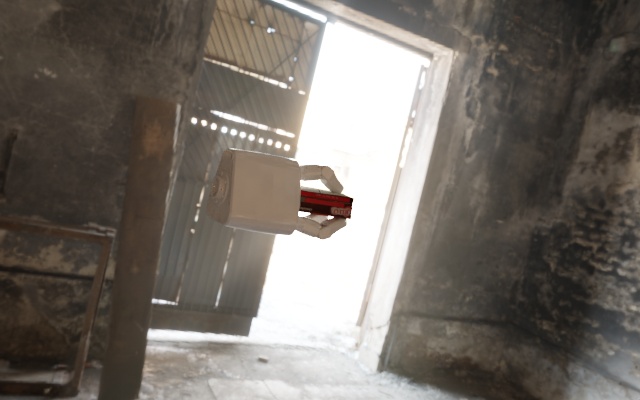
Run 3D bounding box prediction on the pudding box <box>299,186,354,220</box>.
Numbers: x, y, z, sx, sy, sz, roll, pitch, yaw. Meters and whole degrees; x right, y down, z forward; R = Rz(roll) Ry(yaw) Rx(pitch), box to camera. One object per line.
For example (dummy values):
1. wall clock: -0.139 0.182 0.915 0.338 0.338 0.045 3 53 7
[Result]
1. pudding box: 0.000 0.002 0.760 0.090 0.039 0.113 10 5 -6
